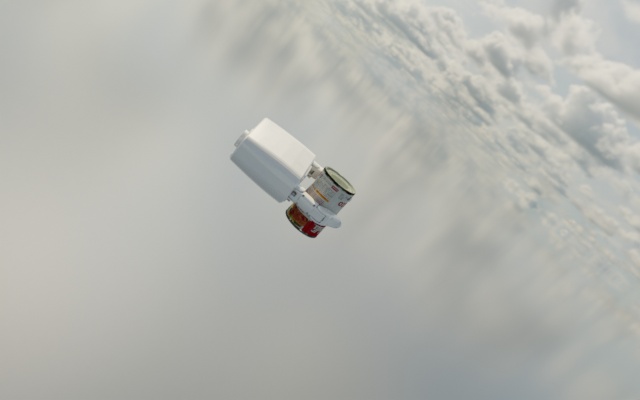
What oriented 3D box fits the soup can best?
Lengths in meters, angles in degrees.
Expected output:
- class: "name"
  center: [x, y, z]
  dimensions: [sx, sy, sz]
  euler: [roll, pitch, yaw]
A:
- class: "soup can"
  center: [0.001, 0.003, 0.782]
  dimensions: [0.068, 0.102, 0.068]
  euler: [38, 17, -14]
